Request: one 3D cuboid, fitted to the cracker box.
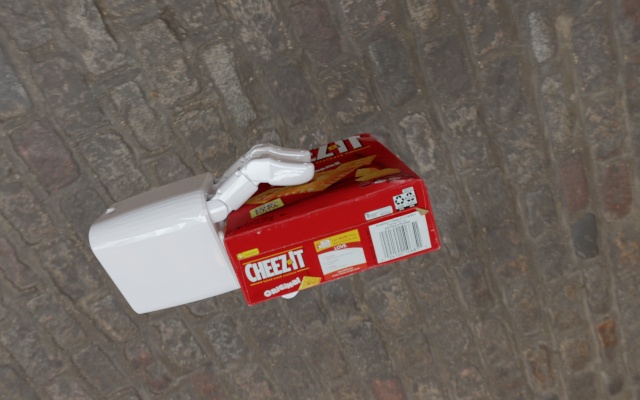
[{"bbox_3d":[0.000,0.002,0.468,0.164,0.072,0.213,-17,19,0],"label":"cracker box"}]
